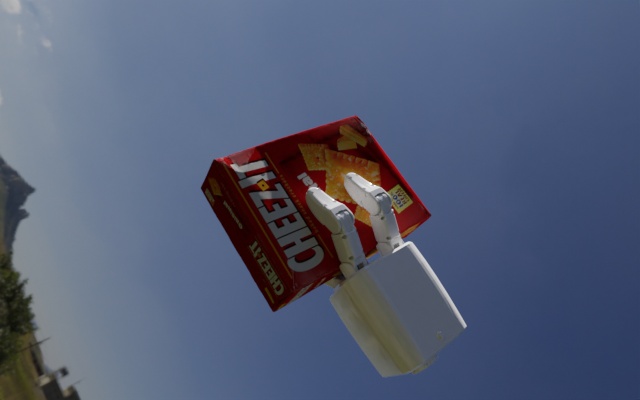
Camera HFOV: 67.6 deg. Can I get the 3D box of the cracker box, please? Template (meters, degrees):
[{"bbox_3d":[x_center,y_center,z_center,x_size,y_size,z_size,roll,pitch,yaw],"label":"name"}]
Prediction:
[{"bbox_3d":[0.000,0.002,0.551,0.213,0.164,0.072,-23,-17,-35],"label":"cracker box"}]
